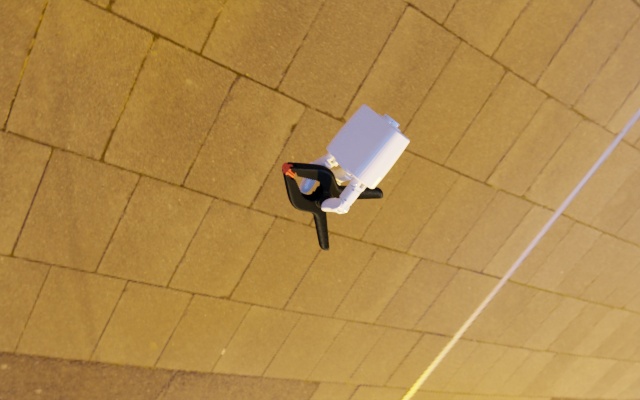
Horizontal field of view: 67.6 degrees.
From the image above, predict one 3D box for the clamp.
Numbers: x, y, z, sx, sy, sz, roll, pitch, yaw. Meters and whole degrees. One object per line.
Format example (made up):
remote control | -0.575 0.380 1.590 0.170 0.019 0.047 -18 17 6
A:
clamp | 0.000 0.003 0.886 0.210 0.164 0.036 30 15 -35
